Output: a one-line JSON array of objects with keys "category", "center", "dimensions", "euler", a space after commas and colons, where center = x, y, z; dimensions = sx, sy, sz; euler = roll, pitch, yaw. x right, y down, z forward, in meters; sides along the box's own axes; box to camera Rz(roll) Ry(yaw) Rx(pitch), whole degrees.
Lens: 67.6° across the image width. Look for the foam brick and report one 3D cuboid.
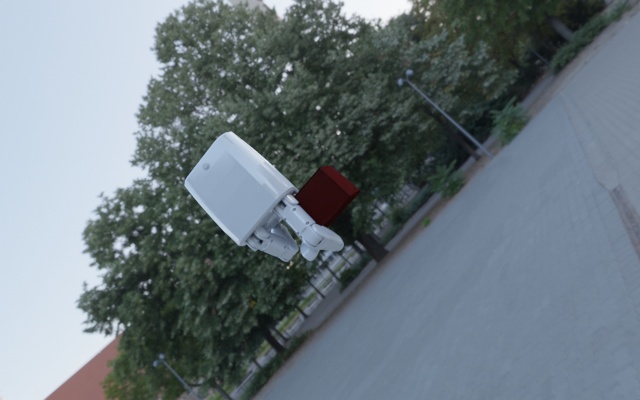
[{"category": "foam brick", "center": [0.000, 0.002, 0.582], "dimensions": [0.051, 0.078, 0.053], "euler": [44, 17, 8]}]
